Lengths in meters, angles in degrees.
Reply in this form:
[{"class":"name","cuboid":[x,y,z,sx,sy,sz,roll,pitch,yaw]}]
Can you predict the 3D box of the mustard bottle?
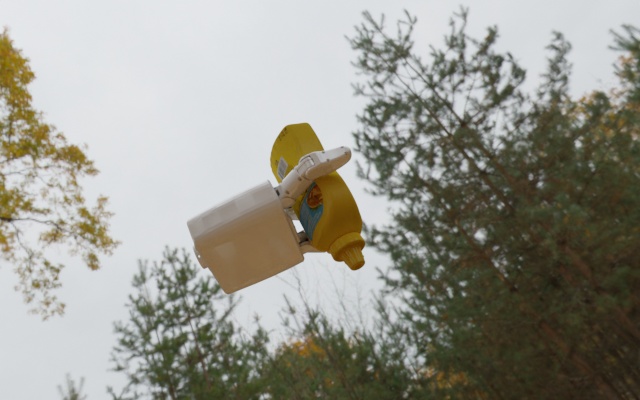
[{"class":"mustard bottle","cuboid":[0.000,0.002,0.572,0.058,0.191,0.096,-11,-36,-28]}]
